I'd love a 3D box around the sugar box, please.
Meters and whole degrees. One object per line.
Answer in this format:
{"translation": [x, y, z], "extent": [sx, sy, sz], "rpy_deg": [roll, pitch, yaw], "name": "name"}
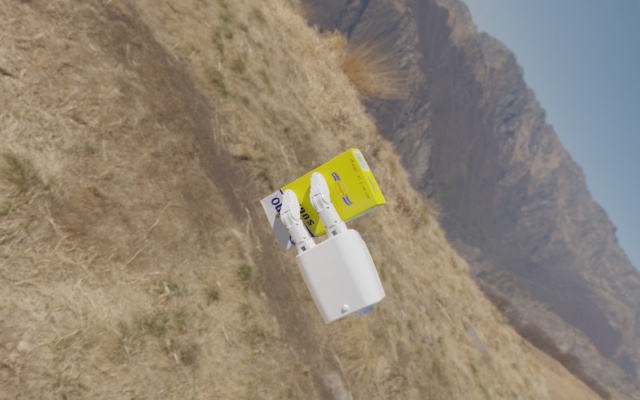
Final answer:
{"translation": [0.000, 0.002, 0.725], "extent": [0.176, 0.093, 0.048], "rpy_deg": [-29, -10, 22], "name": "sugar box"}
